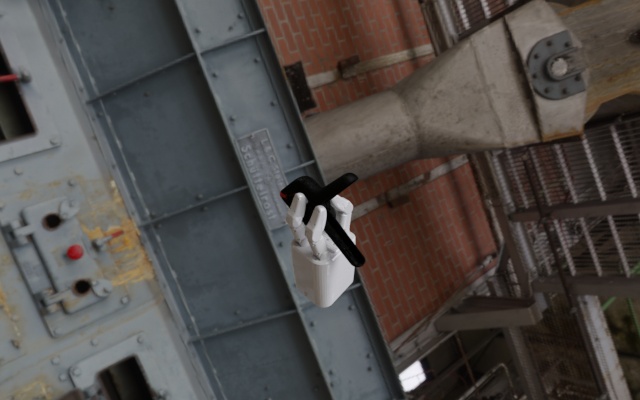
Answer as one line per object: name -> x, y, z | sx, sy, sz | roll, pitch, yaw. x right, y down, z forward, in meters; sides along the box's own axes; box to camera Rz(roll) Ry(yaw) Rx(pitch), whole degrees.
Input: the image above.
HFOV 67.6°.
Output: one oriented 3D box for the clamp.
clamp -> 0.000, 0.002, 0.813 | 0.036, 0.165, 0.210 | -23, 36, -33
